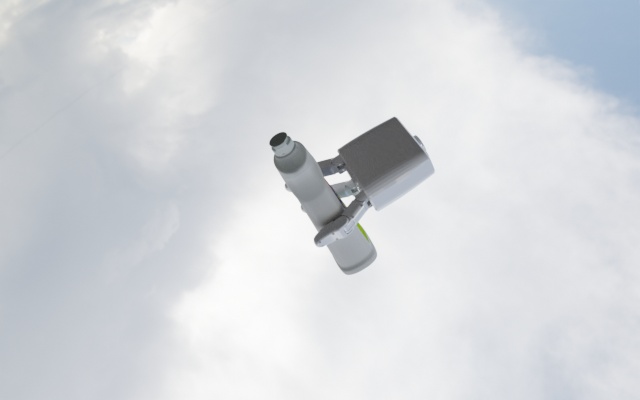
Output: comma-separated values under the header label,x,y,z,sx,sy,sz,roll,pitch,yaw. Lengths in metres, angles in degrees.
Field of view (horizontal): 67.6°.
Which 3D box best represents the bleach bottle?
label,x,y,z,sx,sy,sz,roll,pitch,yaw
bleach bottle,0.000,0.002,0.714,0.068,0.251,0.102,-32,40,3
